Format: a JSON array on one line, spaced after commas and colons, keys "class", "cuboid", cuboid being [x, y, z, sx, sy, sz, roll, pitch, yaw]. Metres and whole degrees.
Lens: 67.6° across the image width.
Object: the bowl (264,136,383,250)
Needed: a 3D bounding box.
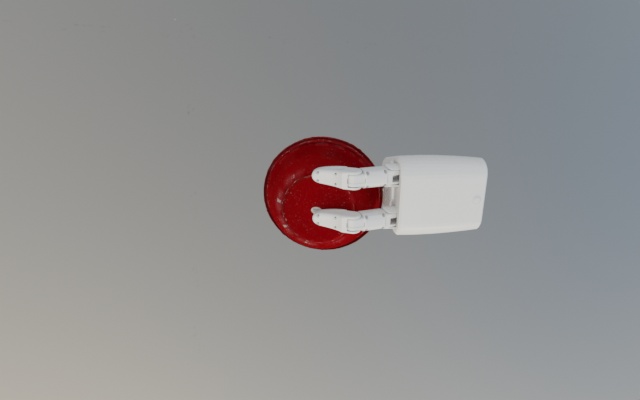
[{"class": "bowl", "cuboid": [-0.001, 0.002, 0.617, 0.162, 0.162, 0.055, 0, 21, 7]}]
